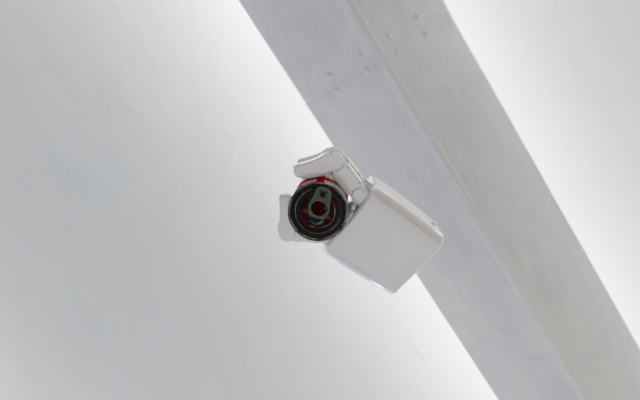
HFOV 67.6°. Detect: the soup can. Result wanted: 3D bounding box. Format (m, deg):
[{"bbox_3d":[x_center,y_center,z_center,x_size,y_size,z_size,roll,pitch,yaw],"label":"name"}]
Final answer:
[{"bbox_3d":[0.000,0.002,0.580,0.068,0.068,0.102,0,13,4],"label":"soup can"}]
